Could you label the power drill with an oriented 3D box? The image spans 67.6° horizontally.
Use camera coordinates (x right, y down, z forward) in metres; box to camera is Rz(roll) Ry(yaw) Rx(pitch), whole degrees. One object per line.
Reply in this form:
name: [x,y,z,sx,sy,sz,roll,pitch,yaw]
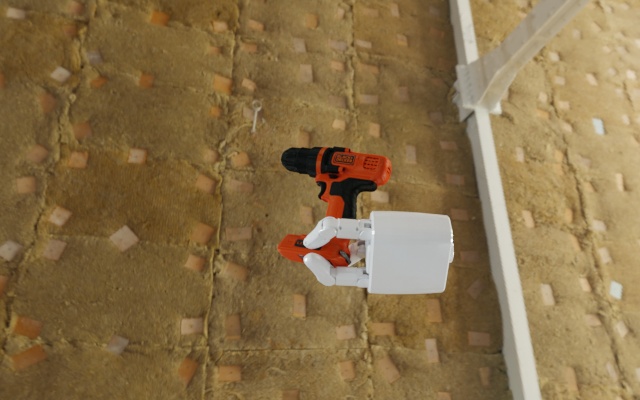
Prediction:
power drill: [0.000,0.003,0.728,0.184,0.187,0.057,8,-22,25]
